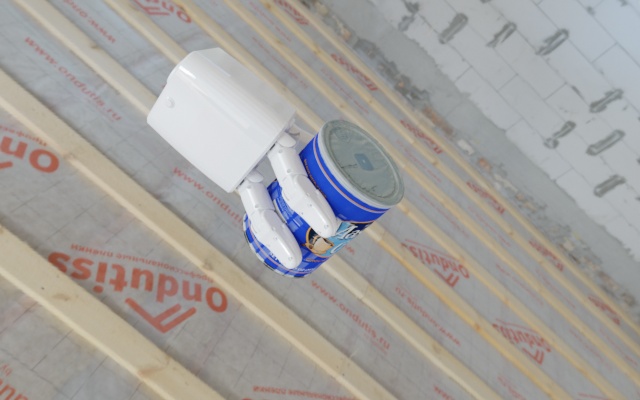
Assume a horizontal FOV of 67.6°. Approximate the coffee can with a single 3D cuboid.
[{"bbox_3d":[0.000,0.002,0.489,0.103,0.102,0.140,0,-35,-47],"label":"coffee can"}]
